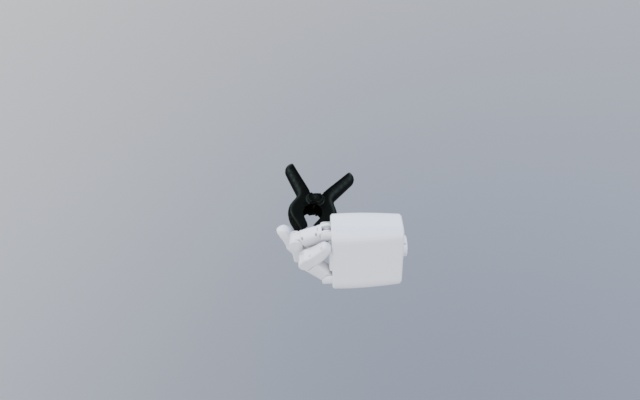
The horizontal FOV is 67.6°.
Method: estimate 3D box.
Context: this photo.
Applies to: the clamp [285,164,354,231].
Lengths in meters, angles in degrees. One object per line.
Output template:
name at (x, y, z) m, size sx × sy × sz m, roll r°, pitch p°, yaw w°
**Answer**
clamp at (0.000, 0.002, 0.791) m, size 0.120 × 0.171 × 0.039 m, roll -1°, pitch -42°, yaw -1°
